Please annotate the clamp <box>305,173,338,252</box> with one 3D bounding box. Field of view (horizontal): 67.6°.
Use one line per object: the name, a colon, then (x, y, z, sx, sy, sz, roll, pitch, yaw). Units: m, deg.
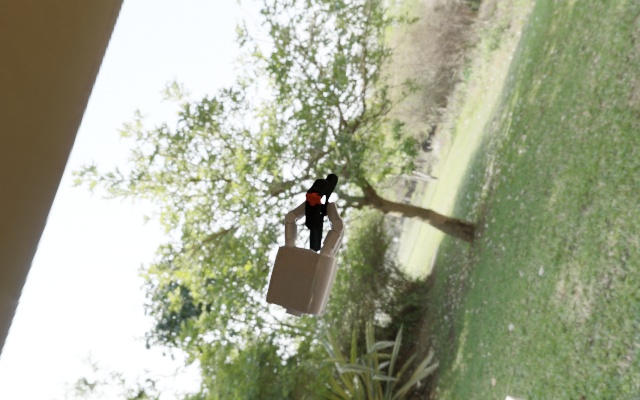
clamp: (-0.001, 0.003, 0.891, 0.036, 0.164, 0.210, 12, -14, 8)
